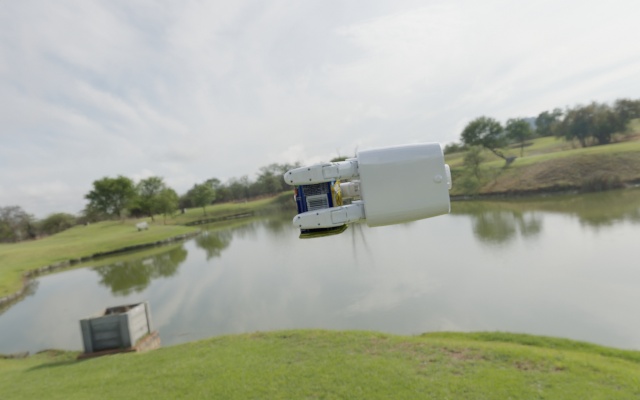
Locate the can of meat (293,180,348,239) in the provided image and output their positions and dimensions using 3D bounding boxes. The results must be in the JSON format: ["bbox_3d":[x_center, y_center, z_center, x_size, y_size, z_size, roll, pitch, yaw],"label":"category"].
[{"bbox_3d":[0.000,0.002,0.637,0.057,0.084,0.102,-8,2,10],"label":"can of meat"}]
